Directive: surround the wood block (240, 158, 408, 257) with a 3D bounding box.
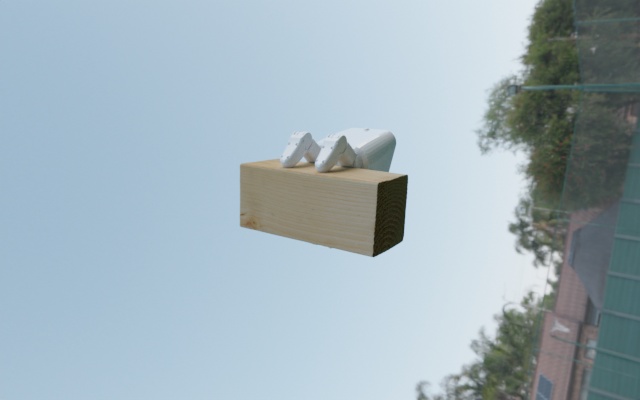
[{"bbox_3d":[0.000,0.002,0.629,0.206,0.091,0.090,9,15,32],"label":"wood block"}]
